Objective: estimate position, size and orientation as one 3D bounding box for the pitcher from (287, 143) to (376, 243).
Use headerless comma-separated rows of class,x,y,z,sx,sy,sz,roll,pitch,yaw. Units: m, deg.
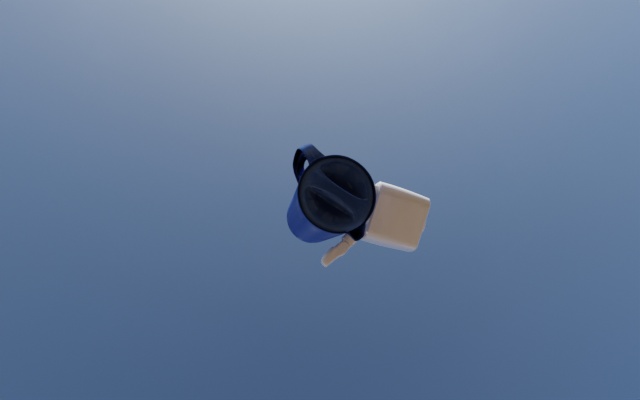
pitcher,0.000,0.003,0.889,0.145,0.149,0.243,15,-15,-9
